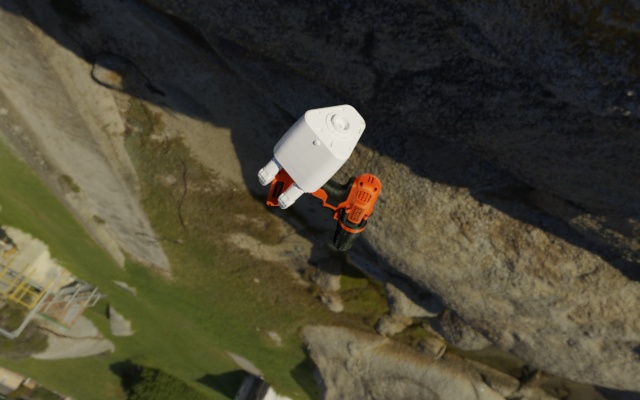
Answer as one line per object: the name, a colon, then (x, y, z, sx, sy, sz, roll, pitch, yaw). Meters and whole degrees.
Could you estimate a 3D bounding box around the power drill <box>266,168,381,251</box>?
power drill: (0.000, 0.003, 0.875, 0.187, 0.185, 0.057, 20, 40, -1)
